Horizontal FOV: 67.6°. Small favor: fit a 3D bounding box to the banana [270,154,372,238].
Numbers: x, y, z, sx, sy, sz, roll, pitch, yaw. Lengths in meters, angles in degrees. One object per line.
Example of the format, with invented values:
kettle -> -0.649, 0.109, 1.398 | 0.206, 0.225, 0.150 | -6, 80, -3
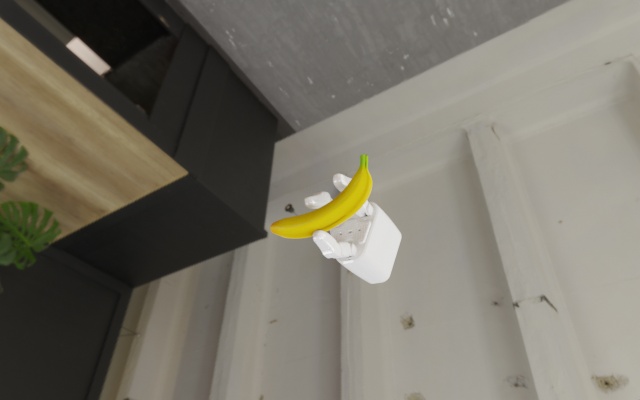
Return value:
banana -> 0.009, 0.014, 0.735 | 0.198, 0.069, 0.037 | -36, -40, 15
